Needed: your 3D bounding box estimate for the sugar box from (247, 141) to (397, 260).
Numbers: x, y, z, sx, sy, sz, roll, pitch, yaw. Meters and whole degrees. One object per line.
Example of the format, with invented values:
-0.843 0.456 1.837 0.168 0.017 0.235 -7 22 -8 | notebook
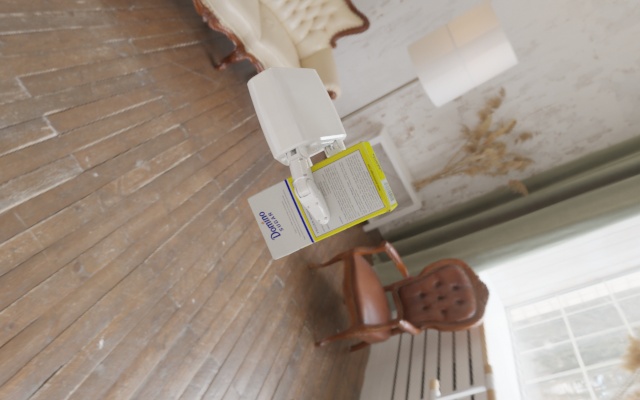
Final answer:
0.000 0.002 0.624 0.176 0.093 0.048 -24 -2 23 | sugar box
